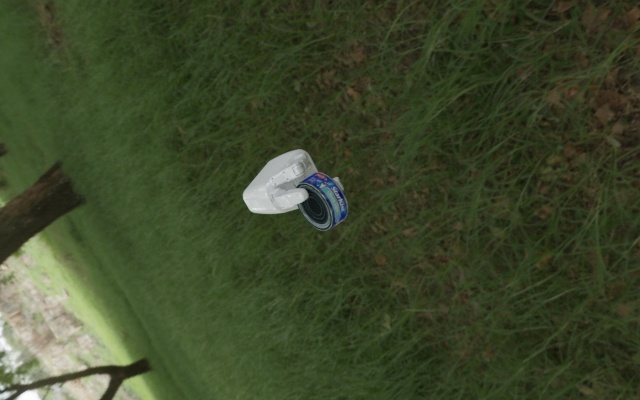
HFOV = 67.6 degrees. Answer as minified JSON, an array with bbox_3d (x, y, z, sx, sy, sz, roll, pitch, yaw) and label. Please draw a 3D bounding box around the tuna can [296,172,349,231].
[{"bbox_3d":[0.000,0.003,0.724,0.033,0.086,0.086,-33,19,-32],"label":"tuna can"}]
